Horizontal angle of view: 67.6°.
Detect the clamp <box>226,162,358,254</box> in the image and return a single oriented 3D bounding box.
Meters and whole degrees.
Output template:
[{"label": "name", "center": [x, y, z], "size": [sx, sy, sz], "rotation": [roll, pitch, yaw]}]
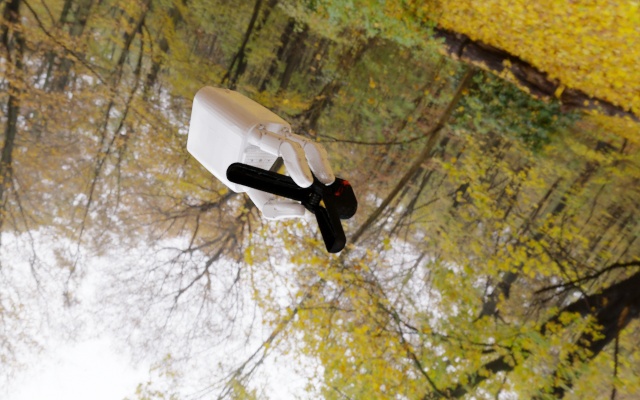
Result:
[{"label": "clamp", "center": [0.000, 0.003, 0.608], "size": [0.164, 0.036, 0.210], "rotation": [38, 20, 22]}]
